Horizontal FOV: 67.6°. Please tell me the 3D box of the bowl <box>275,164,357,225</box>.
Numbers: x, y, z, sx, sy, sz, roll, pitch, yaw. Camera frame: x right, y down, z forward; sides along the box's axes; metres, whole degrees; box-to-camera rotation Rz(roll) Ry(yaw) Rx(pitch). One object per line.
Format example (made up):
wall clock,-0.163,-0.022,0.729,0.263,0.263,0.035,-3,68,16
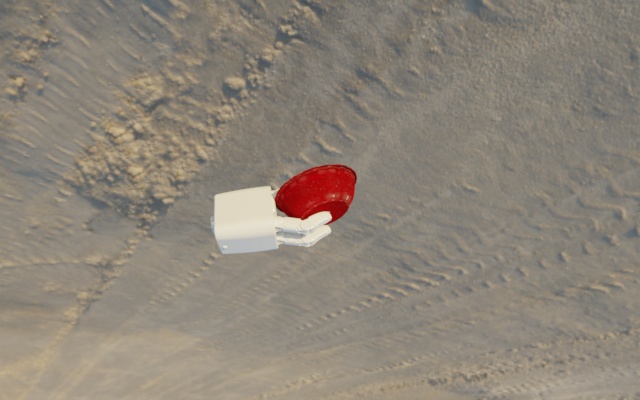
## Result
bowl,0.002,0.003,0.877,0.162,0.055,0.162,-17,-28,-9
